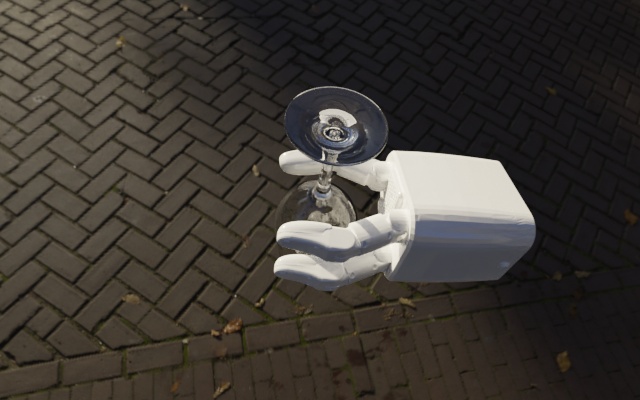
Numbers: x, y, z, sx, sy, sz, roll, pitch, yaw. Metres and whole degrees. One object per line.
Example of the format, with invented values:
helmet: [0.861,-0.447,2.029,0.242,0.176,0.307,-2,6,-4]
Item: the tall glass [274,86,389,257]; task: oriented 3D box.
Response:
tall glass: [0.000,0.001,0.415,0.079,0.079,0.201,0,-34,-8]
